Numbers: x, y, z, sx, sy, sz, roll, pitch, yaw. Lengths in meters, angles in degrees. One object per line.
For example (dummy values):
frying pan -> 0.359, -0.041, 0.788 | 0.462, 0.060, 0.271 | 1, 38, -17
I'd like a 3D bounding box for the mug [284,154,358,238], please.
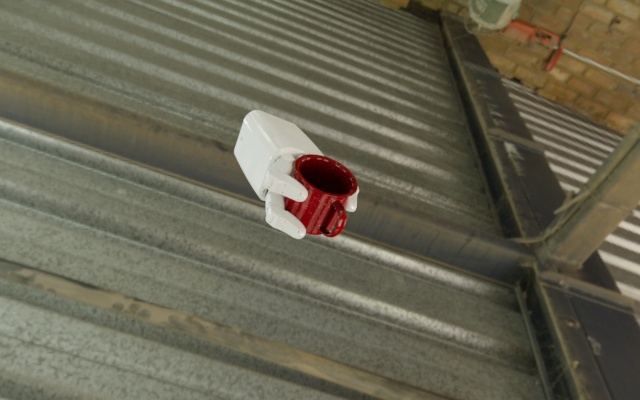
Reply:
mug -> 0.001, 0.003, 0.669 | 0.093, 0.081, 0.117 | -4, 44, -36
